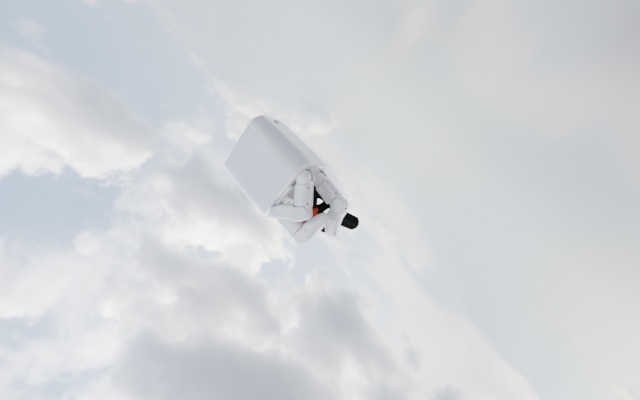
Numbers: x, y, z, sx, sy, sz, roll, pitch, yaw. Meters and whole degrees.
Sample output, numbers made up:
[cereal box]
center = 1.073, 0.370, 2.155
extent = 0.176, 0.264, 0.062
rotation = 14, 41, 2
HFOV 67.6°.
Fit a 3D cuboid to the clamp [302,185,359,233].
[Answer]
[clamp]
center = 0.000, 0.003, 0.773
extent = 0.039, 0.120, 0.171
rotation = -46, -14, 14
